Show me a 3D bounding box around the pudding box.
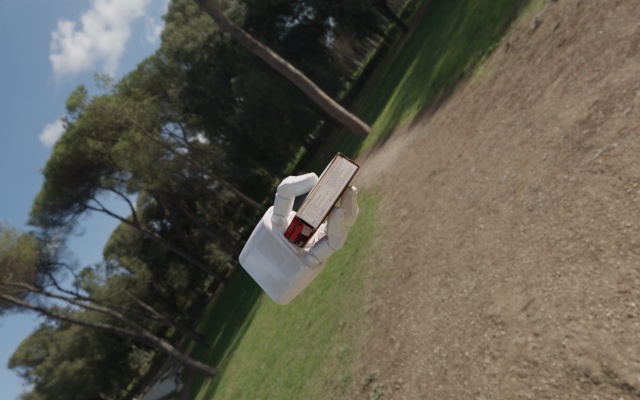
[{"bbox_3d":[0.000,0.002,0.638,0.039,0.113,0.090,33,-24,-1],"label":"pudding box"}]
